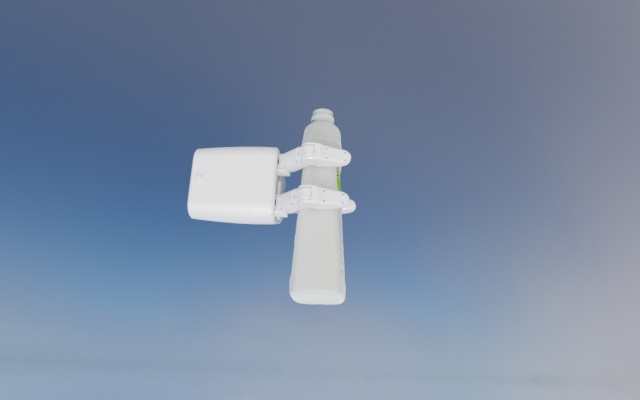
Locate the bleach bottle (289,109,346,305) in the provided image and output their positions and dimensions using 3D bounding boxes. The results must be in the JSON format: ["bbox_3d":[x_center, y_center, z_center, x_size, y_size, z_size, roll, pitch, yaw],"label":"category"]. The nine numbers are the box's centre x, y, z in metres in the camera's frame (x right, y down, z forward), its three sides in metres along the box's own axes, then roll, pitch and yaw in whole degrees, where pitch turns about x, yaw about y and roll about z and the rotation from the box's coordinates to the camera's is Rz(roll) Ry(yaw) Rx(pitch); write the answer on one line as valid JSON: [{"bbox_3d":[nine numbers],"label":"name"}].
[{"bbox_3d":[0.000,0.002,0.620,0.068,0.250,0.103,1,-20,3],"label":"bleach bottle"}]
